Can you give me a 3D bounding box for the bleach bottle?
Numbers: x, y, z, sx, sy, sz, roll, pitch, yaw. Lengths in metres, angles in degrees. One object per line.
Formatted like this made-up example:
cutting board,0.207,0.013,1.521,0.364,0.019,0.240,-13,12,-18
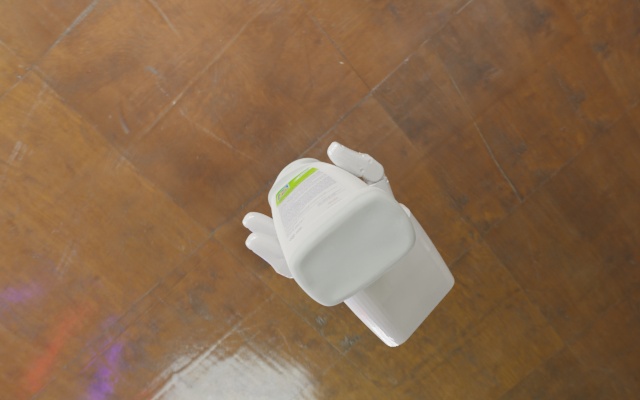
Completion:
bleach bottle,0.000,0.002,0.475,0.102,0.068,0.250,-38,21,2
